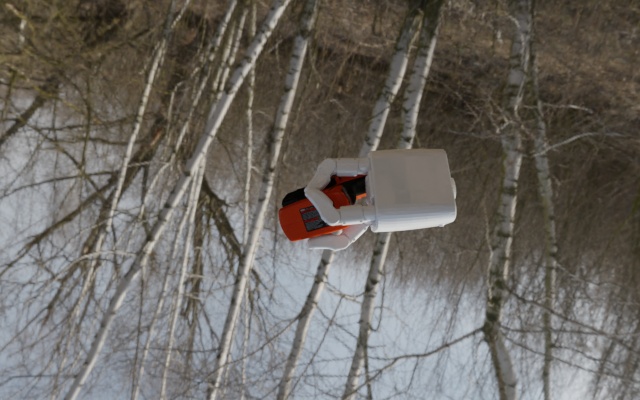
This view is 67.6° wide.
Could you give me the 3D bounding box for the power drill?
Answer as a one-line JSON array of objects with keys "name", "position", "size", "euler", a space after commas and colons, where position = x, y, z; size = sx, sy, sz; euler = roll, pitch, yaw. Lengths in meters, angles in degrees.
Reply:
[{"name": "power drill", "position": [0.000, 0.003, 0.748], "size": [0.184, 0.057, 0.187], "euler": [-19, 11, 19]}]
